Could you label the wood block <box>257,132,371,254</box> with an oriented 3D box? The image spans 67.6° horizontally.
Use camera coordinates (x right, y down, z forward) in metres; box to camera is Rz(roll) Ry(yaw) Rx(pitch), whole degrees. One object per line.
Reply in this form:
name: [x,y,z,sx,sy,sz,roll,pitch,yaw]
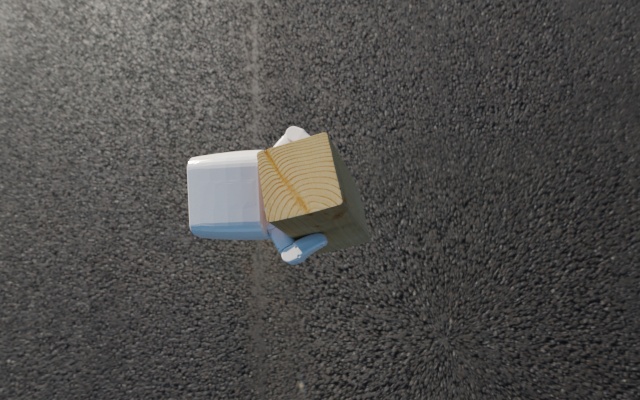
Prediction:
wood block: [0.000,0.002,0.629,0.090,0.090,0.206,-15,-19,10]
